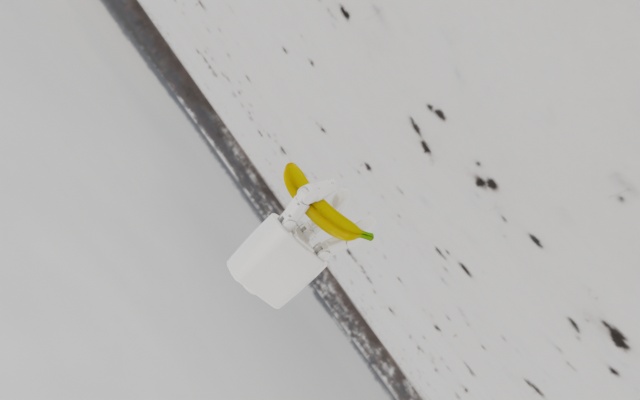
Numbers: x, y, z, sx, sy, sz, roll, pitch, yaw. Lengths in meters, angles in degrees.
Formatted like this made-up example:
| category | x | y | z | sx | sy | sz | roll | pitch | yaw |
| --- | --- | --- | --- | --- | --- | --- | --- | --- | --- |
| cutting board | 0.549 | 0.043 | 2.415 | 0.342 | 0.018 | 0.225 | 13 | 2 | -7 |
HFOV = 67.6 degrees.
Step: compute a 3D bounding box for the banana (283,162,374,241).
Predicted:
| category | x | y | z | sx | sy | sz | roll | pitch | yaw |
| --- | --- | --- | --- | --- | --- | --- | --- | --- | --- |
| banana | -0.007 | 0.003 | 0.736 | 0.197 | 0.037 | 0.069 | 44 | 17 | 26 |
